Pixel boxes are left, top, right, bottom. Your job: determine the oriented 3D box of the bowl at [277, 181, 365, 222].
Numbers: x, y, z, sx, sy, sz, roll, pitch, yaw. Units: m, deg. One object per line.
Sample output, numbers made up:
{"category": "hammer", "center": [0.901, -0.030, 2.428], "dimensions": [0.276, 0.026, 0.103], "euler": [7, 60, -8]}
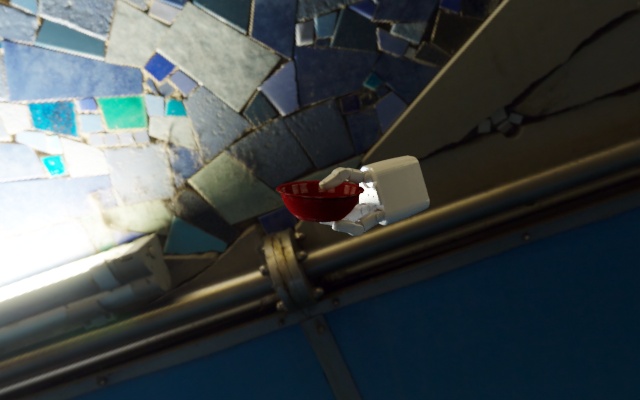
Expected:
{"category": "bowl", "center": [-0.001, 0.003, 0.879], "dimensions": [0.162, 0.055, 0.162], "euler": [1, 12, 0]}
